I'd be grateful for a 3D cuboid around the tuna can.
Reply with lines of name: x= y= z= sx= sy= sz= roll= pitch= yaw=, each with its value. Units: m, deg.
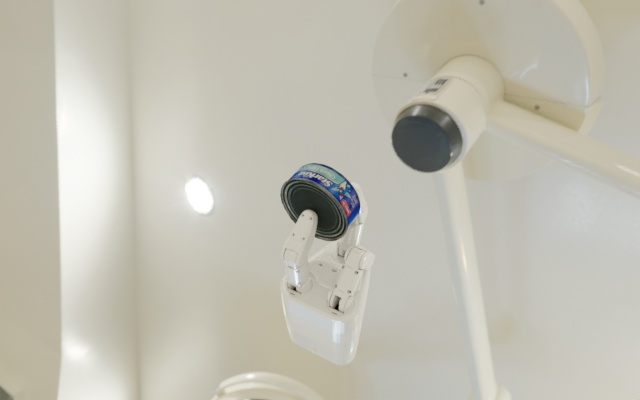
tuna can: x=0.000 y=0.001 z=0.523 sx=0.086 sy=0.086 sz=0.033 roll=0 pitch=38 yaw=43
